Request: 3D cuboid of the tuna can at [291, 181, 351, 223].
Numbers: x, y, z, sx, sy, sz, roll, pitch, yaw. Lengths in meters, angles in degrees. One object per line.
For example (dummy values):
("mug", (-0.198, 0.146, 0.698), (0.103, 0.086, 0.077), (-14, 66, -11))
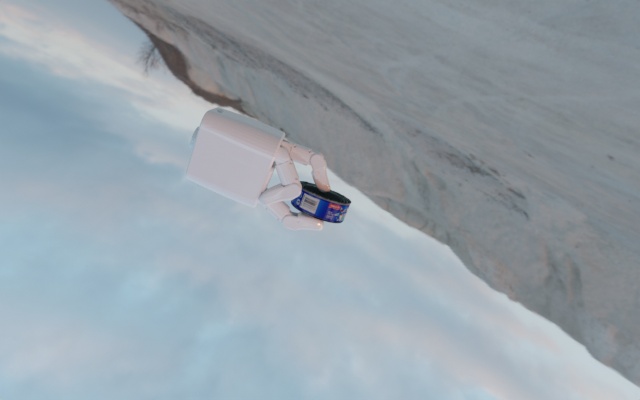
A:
("tuna can", (0.000, 0.003, 0.709), (0.086, 0.034, 0.086), (20, 11, -4))
